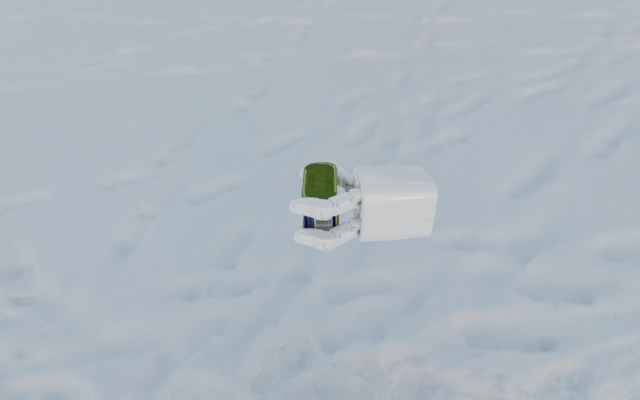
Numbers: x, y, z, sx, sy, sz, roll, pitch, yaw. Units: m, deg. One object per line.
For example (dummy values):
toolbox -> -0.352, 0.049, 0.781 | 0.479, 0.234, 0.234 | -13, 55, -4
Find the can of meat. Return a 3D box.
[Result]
can of meat -> 0.000, 0.002, 0.724 | 0.057, 0.084, 0.102 | 0, 39, 1
